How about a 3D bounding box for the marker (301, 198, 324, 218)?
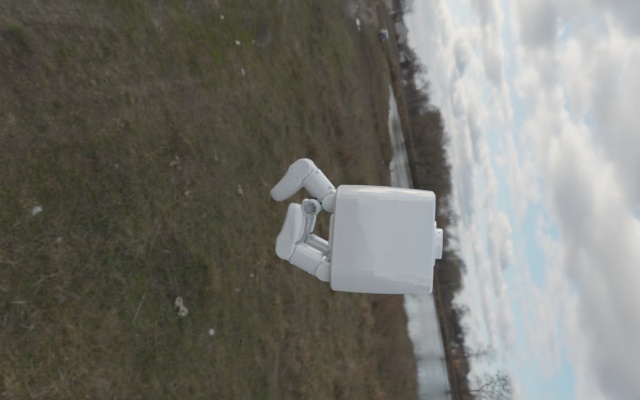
[{"bbox_3d":[0.000,0.002,0.561,0.020,0.020,0.121,0,7,11],"label":"marker"}]
